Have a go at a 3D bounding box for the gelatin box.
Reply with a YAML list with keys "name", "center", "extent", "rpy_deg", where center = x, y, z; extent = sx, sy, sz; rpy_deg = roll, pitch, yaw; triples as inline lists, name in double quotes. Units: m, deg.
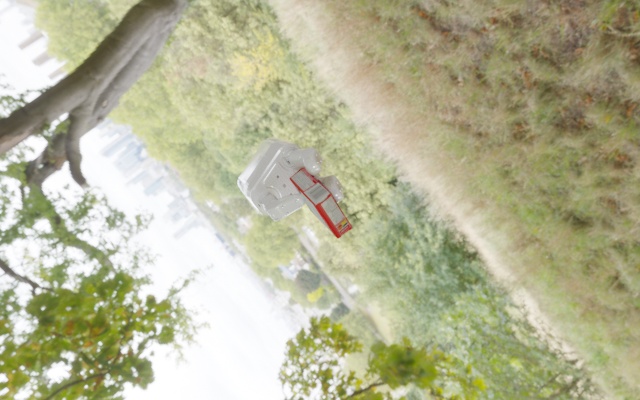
- name: "gelatin box"
  center: [0.000, 0.003, 0.664]
  extent: [0.030, 0.073, 0.089]
  rpy_deg: [-38, 39, -6]
